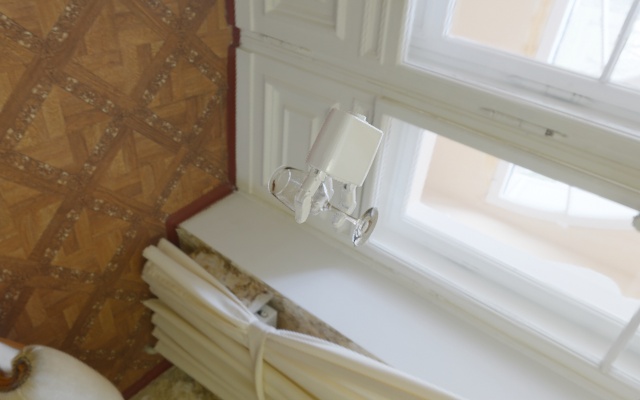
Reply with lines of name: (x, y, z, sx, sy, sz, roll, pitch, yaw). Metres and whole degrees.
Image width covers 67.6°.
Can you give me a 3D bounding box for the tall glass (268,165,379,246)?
tall glass: (0.001, 0.003, 0.852, 0.201, 0.079, 0.079, 28, 14, 28)
